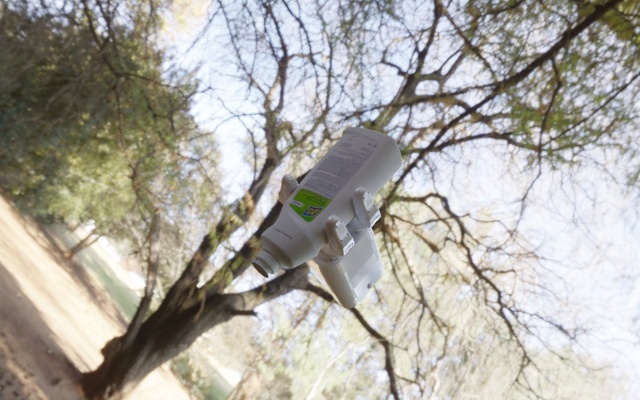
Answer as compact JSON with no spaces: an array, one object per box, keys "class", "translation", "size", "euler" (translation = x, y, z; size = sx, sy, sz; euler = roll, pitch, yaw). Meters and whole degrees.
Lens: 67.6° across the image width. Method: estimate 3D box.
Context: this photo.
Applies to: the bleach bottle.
[{"class":"bleach bottle","translation":[0.000,0.002,0.640],"size":[0.102,0.068,0.250],"euler":[20,55,42]}]
